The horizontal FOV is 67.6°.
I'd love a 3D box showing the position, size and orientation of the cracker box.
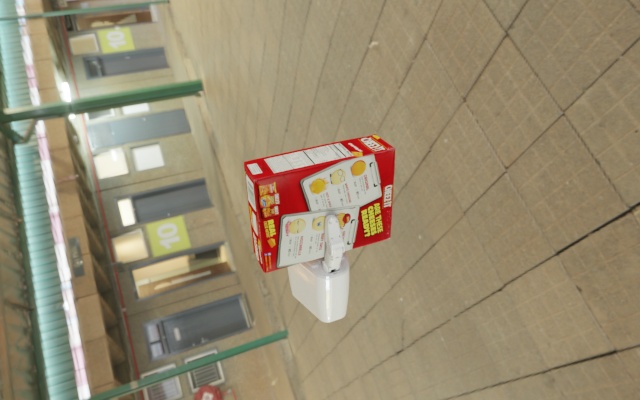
[{"bbox_3d":[0.000,0.002,0.717,0.213,0.164,0.072,-14,35,-18],"label":"cracker box"}]
